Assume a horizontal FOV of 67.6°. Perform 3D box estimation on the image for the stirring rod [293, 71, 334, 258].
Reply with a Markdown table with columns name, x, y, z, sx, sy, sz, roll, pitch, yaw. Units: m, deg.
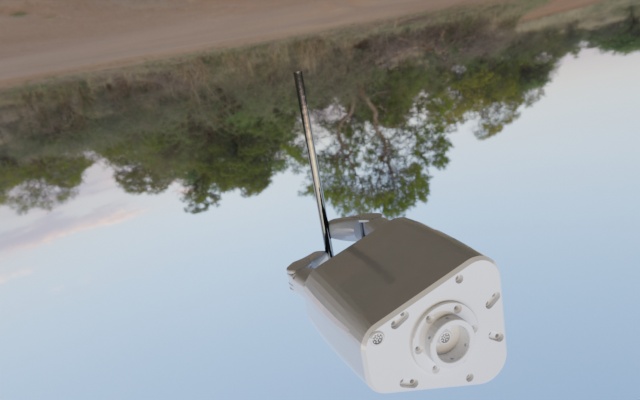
| name | x | y | z | sx | sy | sz | roll | pitch | yaw |
| --- | --- | --- | --- | --- | --- | --- | --- | --- | --- |
| stirring rod | 0.000 | 0.001 | 0.450 | 0.011 | 0.239 | 0.011 | -9 | 14 | 2 |
